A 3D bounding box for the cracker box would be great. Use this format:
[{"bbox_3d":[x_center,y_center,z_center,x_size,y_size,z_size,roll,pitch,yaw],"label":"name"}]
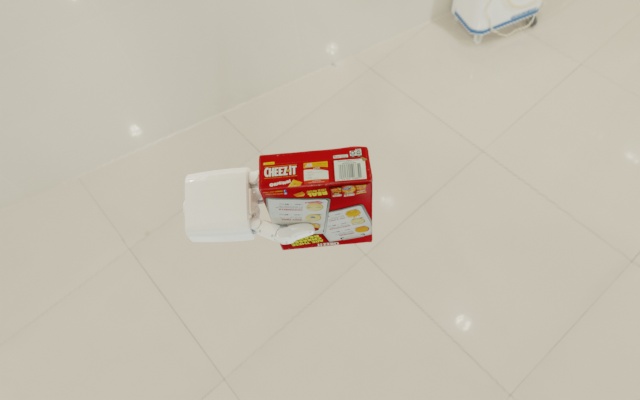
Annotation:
[{"bbox_3d":[0.000,0.003,0.775,0.164,0.072,0.214,-5,-29,3],"label":"cracker box"}]
